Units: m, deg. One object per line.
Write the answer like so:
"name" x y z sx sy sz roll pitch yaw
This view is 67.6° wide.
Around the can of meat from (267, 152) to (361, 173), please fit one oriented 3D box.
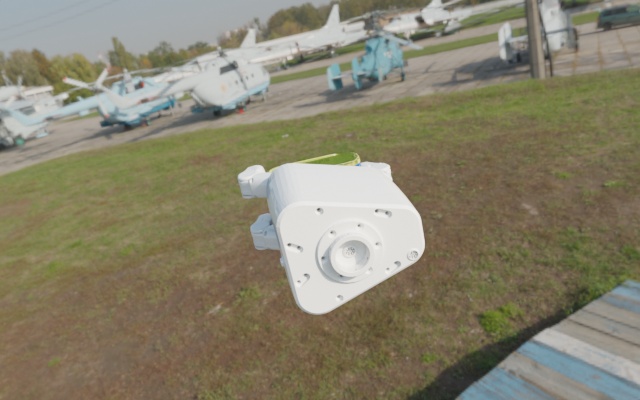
"can of meat" 0.000 0.001 0.497 0.102 0.084 0.057 -13 19 -1
